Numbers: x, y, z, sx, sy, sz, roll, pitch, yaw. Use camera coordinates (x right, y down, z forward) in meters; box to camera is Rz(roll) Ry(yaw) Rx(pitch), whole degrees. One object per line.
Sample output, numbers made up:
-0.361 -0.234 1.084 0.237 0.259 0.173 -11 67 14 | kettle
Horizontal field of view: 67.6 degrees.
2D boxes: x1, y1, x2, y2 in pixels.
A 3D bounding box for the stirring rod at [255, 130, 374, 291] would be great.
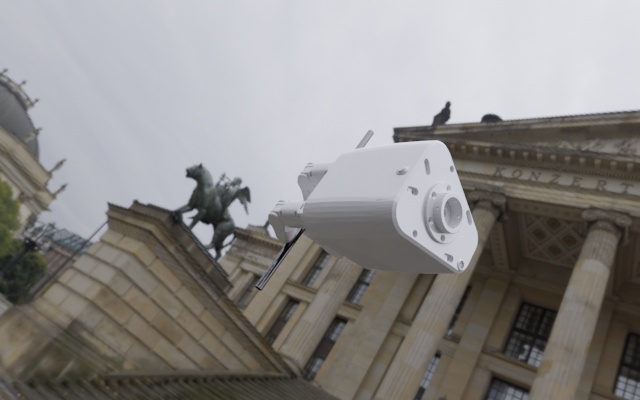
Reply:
0.000 0.002 0.533 0.011 0.239 0.011 27 -29 16 | stirring rod
